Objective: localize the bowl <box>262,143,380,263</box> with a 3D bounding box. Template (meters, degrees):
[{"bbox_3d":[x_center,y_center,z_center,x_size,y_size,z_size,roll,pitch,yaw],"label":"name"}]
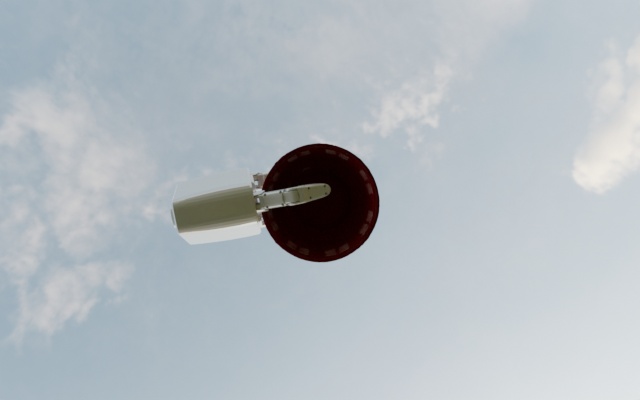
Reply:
[{"bbox_3d":[0.001,0.002,0.669,0.162,0.162,0.055,0,4,3],"label":"bowl"}]
